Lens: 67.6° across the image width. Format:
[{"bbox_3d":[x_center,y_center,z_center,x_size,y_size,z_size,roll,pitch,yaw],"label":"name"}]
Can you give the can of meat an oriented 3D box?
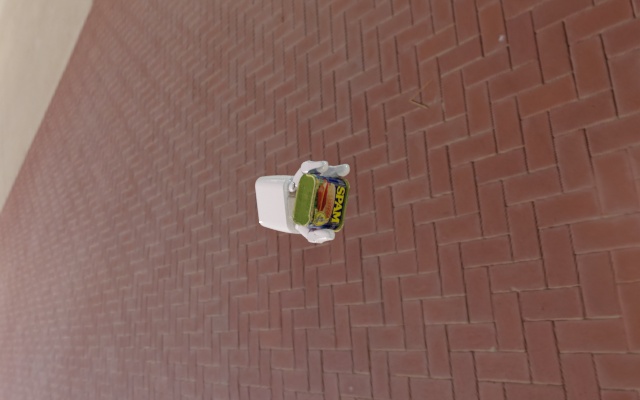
[{"bbox_3d":[0.000,0.003,0.889,0.084,0.102,0.057,9,1,-41],"label":"can of meat"}]
